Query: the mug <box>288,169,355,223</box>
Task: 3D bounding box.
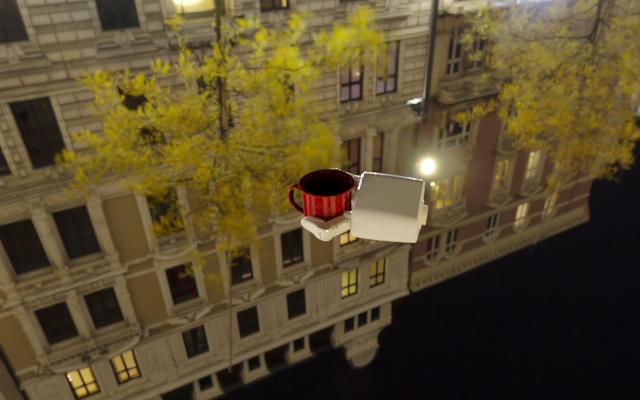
[{"bbox_3d":[-0.001,0.003,0.810,0.117,0.081,0.093,7,33,16],"label":"mug"}]
